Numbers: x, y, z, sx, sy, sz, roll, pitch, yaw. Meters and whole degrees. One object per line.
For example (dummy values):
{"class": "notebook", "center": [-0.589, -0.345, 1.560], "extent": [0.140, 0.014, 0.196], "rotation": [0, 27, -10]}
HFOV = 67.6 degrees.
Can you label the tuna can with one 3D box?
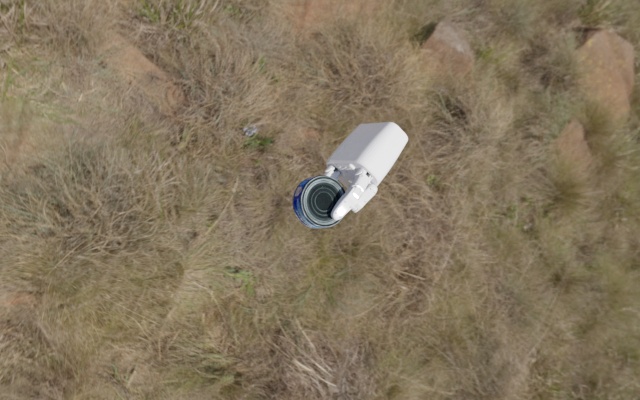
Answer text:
{"class": "tuna can", "center": [0.000, 0.003, 0.774], "extent": [0.086, 0.086, 0.034], "rotation": [0, -3, -25]}
